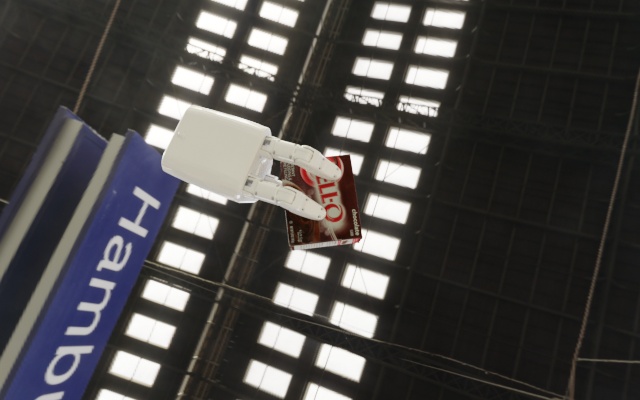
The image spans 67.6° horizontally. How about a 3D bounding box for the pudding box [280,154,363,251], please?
[{"bbox_3d":[0.000,0.002,0.599,0.090,0.113,0.039,-7,-14,-2],"label":"pudding box"}]
